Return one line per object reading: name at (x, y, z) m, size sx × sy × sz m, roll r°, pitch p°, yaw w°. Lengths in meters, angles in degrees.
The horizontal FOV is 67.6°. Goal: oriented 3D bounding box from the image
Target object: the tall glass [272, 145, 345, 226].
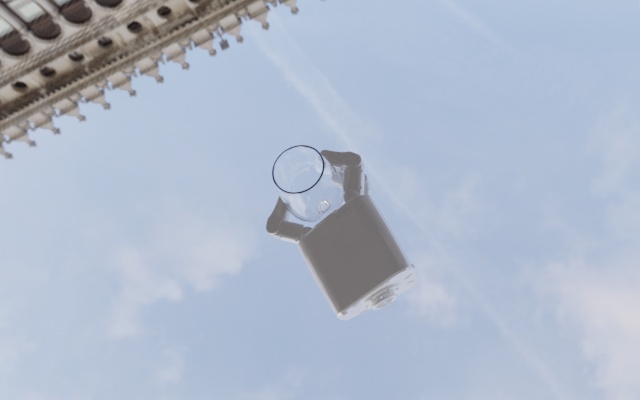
tall glass at (0.000, 0.002, 0.625) m, size 0.079 × 0.079 × 0.201 m, roll 0°, pitch -23°, yaw 16°
